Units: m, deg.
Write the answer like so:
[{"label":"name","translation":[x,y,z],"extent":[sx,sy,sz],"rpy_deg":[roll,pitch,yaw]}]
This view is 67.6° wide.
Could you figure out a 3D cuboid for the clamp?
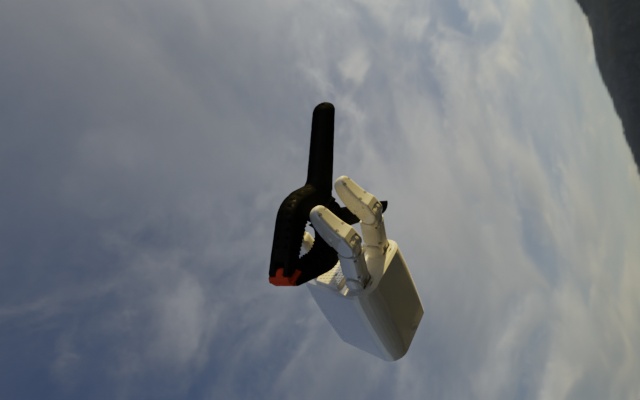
[{"label":"clamp","translation":[-0.001,0.002,0.518],"extent":[0.036,0.165,0.210],"rpy_deg":[-9,30,39]}]
